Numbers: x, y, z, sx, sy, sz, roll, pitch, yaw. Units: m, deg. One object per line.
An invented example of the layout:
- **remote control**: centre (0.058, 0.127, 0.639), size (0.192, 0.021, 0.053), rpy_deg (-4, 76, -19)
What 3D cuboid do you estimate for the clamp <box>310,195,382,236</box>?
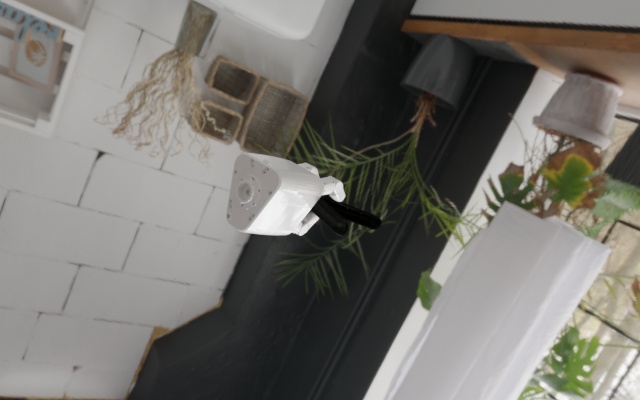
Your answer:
- **clamp**: centre (-0.001, 0.003, 0.821), size (0.210, 0.036, 0.164), rpy_deg (31, 13, 30)
